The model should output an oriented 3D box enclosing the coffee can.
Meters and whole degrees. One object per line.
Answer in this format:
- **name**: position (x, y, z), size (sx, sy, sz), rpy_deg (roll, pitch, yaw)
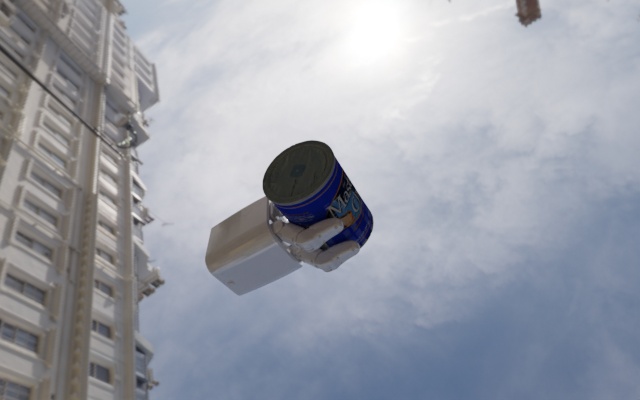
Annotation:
- **coffee can**: position (0.000, 0.002, 0.651), size (0.103, 0.102, 0.140), rpy_deg (0, -36, 32)
